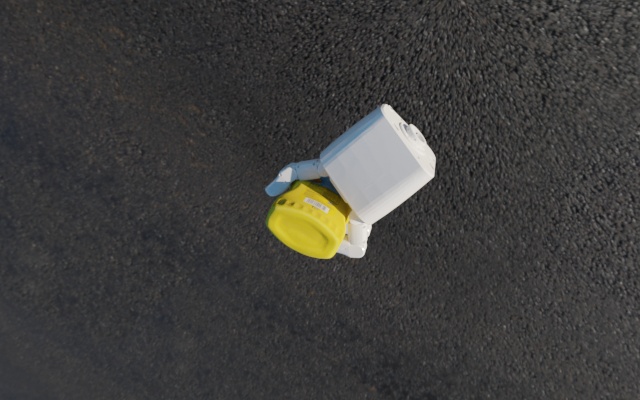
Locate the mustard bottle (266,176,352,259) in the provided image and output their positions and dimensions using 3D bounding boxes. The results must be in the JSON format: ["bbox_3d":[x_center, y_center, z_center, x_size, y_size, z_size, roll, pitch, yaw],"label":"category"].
[{"bbox_3d":[0.000,0.002,0.655,0.096,0.058,0.191,26,27,3],"label":"mustard bottle"}]
